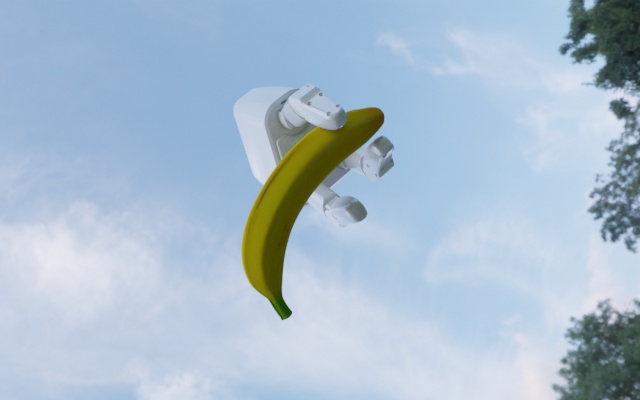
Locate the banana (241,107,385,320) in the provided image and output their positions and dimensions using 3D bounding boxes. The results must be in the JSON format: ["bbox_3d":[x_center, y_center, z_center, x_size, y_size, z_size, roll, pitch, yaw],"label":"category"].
[{"bbox_3d":[-0.015,-0.003,0.399,0.070,0.198,0.037,28,-3,-31],"label":"banana"}]
